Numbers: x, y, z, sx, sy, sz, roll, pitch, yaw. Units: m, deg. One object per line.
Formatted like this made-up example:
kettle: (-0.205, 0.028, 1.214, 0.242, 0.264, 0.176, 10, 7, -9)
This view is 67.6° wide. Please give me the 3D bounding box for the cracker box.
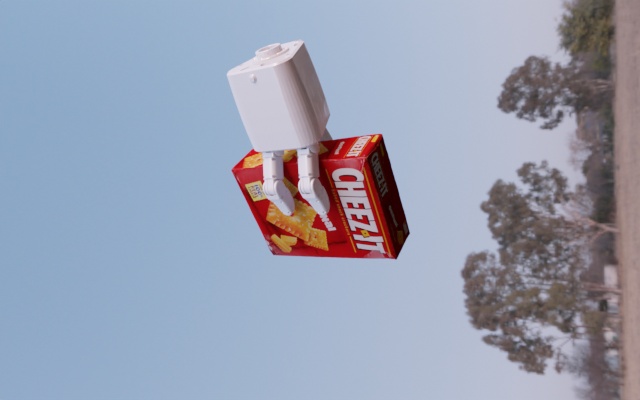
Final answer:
cracker box: (0.000, 0.002, 0.678, 0.213, 0.164, 0.072, -2, 34, 31)
